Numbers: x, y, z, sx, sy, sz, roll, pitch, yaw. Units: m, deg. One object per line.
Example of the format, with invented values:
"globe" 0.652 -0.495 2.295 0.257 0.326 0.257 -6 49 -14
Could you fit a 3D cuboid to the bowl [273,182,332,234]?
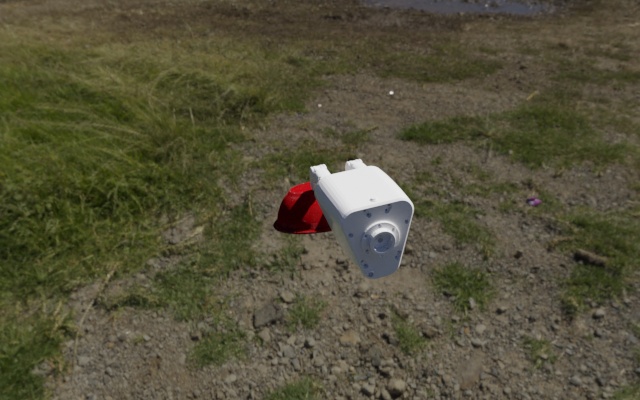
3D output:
"bowl" -0.001 0.002 0.761 0.162 0.055 0.162 -9 13 2
